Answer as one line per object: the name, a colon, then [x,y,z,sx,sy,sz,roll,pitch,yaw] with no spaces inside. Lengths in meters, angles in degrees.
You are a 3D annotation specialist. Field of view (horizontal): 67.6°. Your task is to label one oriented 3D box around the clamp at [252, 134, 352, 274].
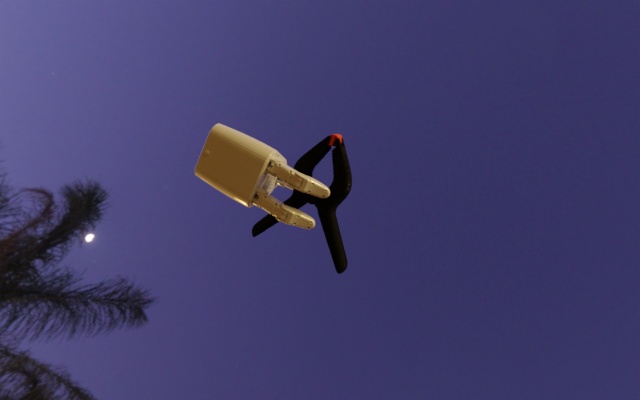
clamp: [0.000,0.002,0.739,0.164,0.210,0.036,28,15,9]
